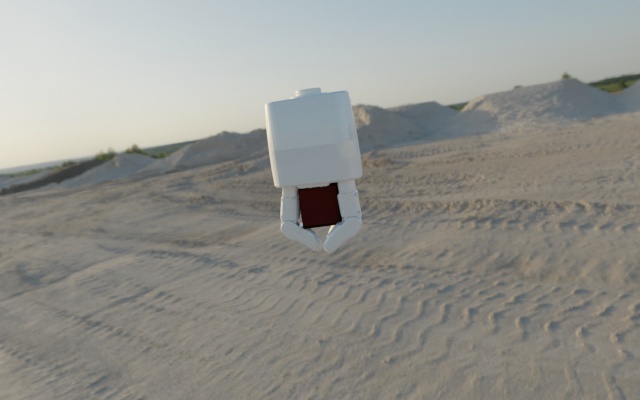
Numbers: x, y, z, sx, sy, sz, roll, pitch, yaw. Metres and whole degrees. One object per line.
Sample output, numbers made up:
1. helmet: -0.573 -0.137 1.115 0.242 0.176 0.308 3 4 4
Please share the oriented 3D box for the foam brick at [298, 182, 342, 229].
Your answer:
1. foam brick: 0.000 0.002 0.636 0.053 0.051 0.078 -8 10 1
